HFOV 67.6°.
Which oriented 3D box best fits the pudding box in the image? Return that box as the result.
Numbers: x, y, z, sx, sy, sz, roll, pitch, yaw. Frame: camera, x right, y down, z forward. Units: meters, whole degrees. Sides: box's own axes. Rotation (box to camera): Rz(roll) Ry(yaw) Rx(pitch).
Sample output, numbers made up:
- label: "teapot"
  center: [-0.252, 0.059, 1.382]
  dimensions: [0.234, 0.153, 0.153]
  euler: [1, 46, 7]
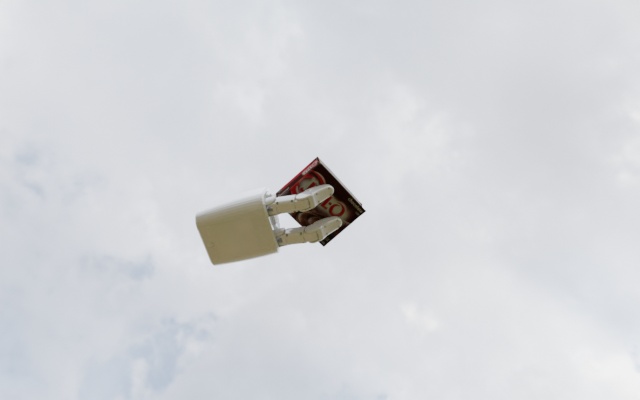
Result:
- label: "pudding box"
  center: [0.000, 0.002, 0.738]
  dimensions: [0.090, 0.113, 0.039]
  euler: [-41, 24, 11]
